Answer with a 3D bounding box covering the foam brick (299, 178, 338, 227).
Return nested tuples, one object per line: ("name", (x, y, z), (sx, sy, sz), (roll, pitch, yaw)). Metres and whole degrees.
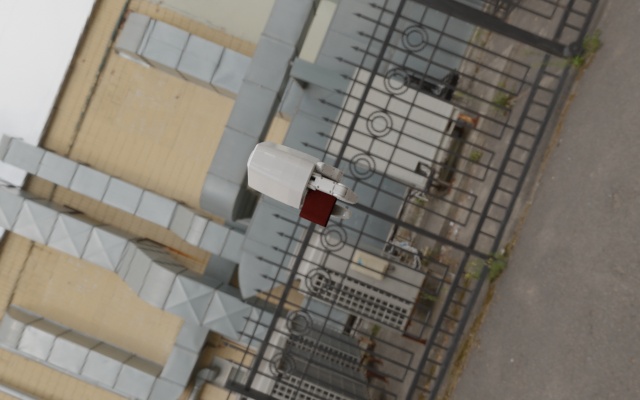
("foam brick", (0.000, 0.003, 0.839), (0.051, 0.078, 0.053), (22, -5, 1))
